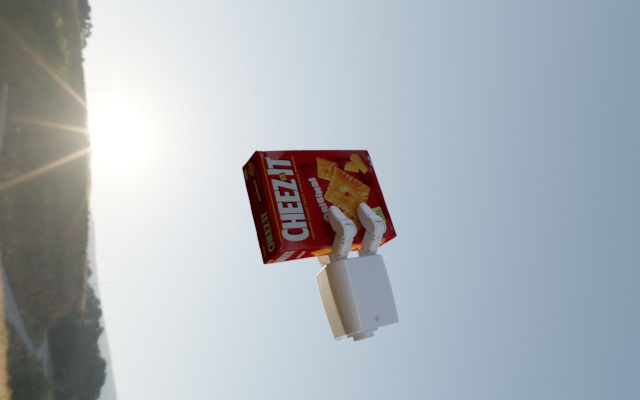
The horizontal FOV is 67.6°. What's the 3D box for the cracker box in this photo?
[{"bbox_3d":[0.000,0.003,0.759,0.213,0.164,0.072,-4,-22,-31],"label":"cracker box"}]
